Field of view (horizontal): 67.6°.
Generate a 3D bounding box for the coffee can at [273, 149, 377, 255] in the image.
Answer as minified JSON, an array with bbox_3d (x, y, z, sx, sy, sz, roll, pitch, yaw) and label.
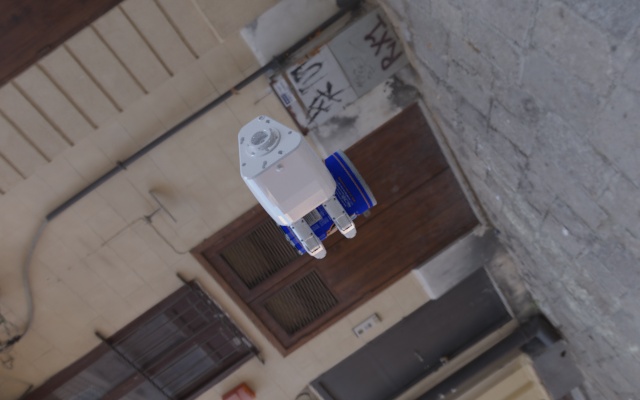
[{"bbox_3d":[0.000,0.002,0.733,0.140,0.103,0.103,-35,0,0],"label":"coffee can"}]
